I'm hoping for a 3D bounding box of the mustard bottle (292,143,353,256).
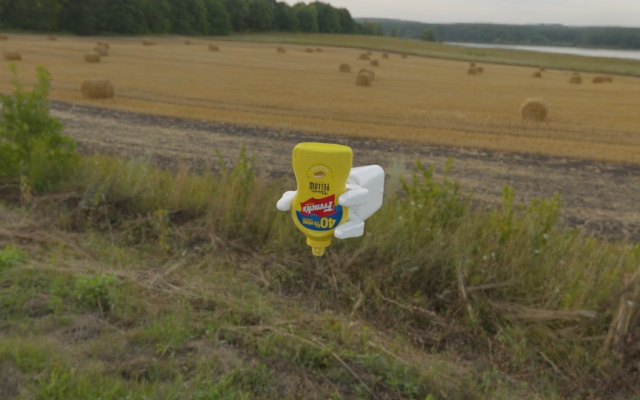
[{"bbox_3d":[0.000,0.002,0.801,0.096,0.192,0.058,5,19,6],"label":"mustard bottle"}]
